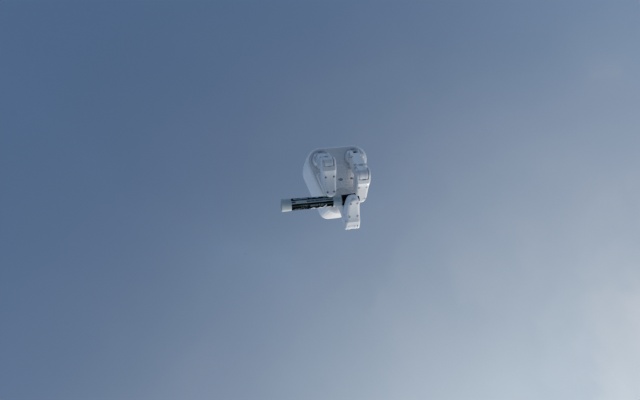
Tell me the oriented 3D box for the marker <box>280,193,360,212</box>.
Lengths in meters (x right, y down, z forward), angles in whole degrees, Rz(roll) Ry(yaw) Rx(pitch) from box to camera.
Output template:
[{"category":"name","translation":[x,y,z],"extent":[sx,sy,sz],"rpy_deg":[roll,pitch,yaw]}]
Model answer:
[{"category":"marker","translation":[0.000,0.002,0.725],"extent":[0.121,0.020,0.020],"rpy_deg":[-5,1,-9]}]
